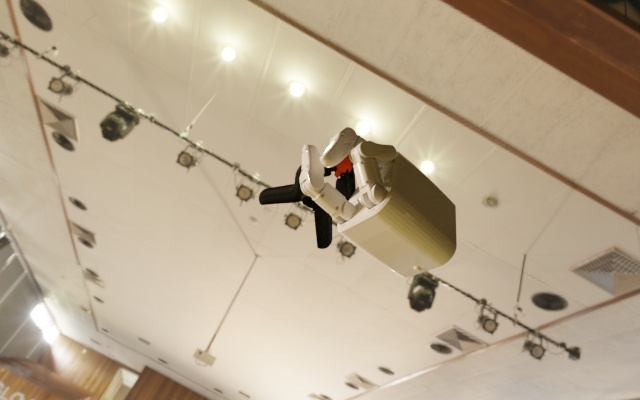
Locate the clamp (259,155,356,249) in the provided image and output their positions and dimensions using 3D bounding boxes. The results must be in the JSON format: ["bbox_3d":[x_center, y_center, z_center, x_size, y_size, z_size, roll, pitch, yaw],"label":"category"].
[{"bbox_3d":[0.000,0.001,0.617,0.120,0.039,0.171,38,-36,-15],"label":"clamp"}]
